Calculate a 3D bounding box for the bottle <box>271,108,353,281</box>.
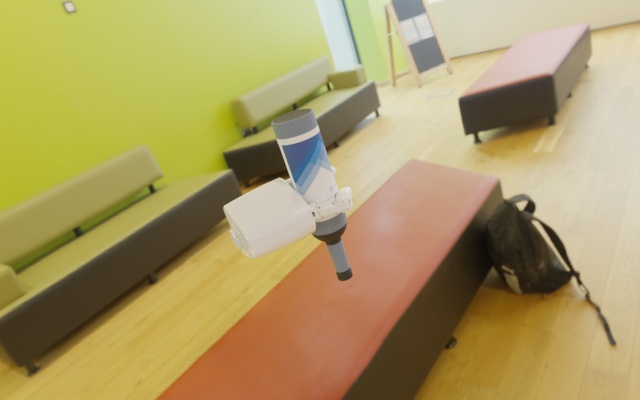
[{"bbox_3d":[0.000,0.002,0.773,0.069,0.296,0.069,-16,22,7],"label":"bottle"}]
